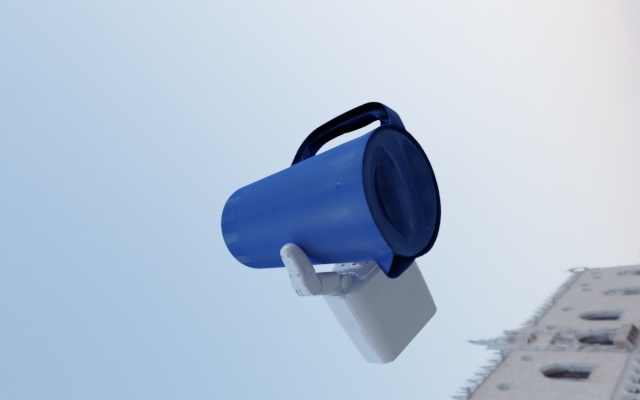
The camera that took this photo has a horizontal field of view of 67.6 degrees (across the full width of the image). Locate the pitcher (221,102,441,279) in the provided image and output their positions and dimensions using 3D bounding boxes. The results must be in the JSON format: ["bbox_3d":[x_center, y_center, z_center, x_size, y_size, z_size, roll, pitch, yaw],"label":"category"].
[{"bbox_3d":[0.000,0.002,0.538,0.243,0.145,0.149,-15,23,41],"label":"pitcher"}]
